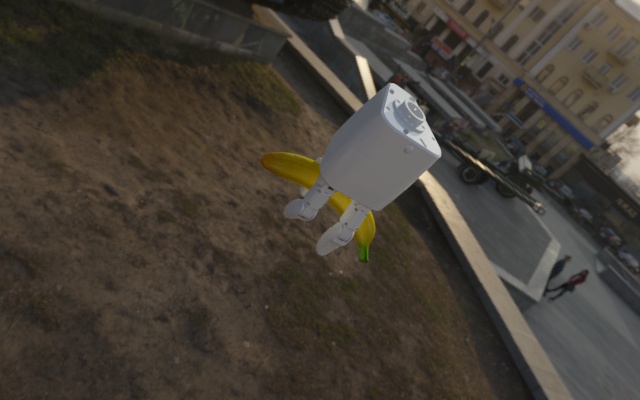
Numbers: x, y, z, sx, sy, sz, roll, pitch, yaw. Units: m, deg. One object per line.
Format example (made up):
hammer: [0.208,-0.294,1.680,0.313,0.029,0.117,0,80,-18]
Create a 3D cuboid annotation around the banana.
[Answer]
banana: [0.010,-0.007,0.634,0.037,0.198,0.069,-36,15,44]
